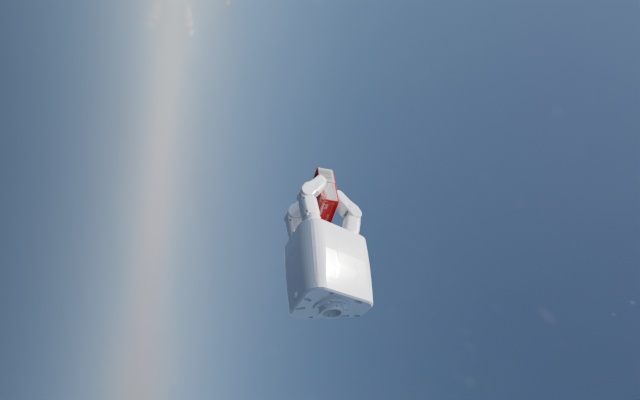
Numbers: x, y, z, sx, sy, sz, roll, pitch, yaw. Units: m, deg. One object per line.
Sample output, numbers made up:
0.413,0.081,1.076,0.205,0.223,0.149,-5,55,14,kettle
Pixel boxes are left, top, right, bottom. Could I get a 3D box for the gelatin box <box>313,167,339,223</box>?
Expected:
0.001,0.002,0.754,0.030,0.073,0.089,10,36,-15,gelatin box
